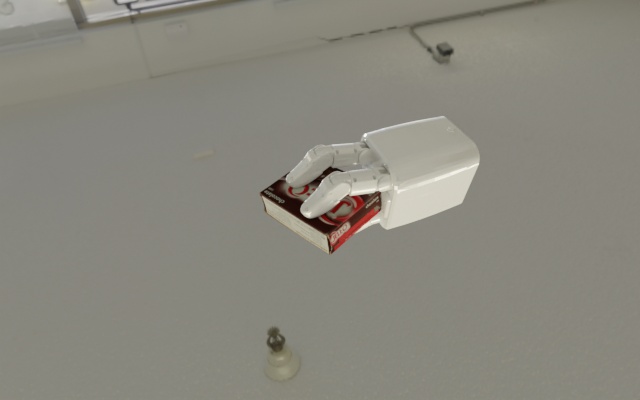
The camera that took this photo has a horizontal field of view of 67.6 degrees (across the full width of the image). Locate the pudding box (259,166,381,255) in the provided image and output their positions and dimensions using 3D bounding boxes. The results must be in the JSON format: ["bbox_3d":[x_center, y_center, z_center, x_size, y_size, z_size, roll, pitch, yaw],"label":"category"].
[{"bbox_3d":[0.000,0.002,0.554,0.113,0.039,0.090,28,52,36],"label":"pudding box"}]
